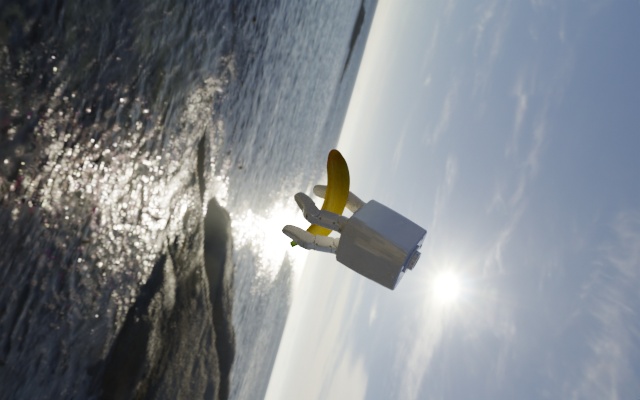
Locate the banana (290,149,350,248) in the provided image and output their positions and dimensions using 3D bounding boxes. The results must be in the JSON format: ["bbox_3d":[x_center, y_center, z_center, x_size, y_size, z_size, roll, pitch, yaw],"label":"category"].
[{"bbox_3d":[0.013,0.004,0.784,0.069,0.198,0.037,-6,40,-42],"label":"banana"}]
